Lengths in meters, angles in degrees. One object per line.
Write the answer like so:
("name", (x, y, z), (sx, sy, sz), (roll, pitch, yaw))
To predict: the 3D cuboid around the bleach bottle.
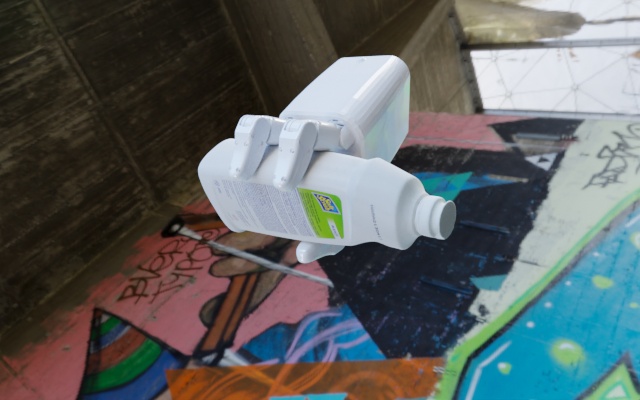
("bleach bottle", (0.000, 0.001, 0.433), (0.251, 0.103, 0.068), (11, 49, 38))
